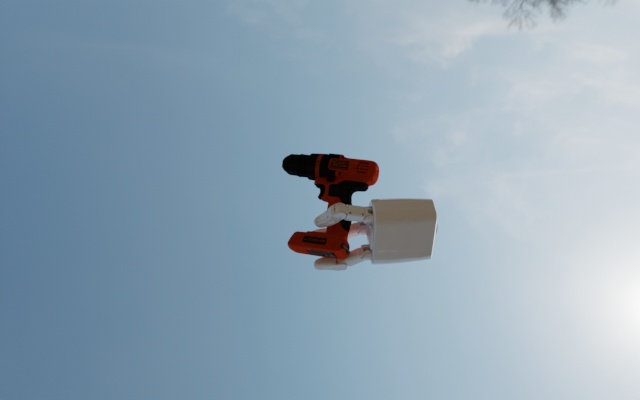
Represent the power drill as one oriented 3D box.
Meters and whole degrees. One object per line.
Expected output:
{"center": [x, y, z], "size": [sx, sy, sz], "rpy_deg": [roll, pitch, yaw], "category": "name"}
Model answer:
{"center": [0.000, 0.003, 0.851], "size": [0.184, 0.187, 0.057], "rpy_deg": [7, -19, 20], "category": "power drill"}
